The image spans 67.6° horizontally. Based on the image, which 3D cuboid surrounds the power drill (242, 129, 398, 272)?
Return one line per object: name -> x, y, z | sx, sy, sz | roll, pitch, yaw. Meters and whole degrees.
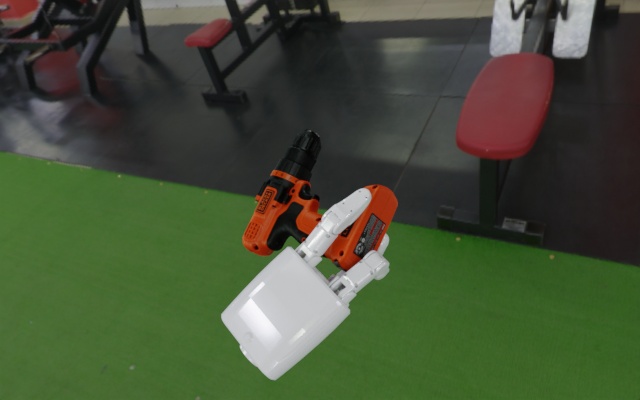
power drill -> 0.000, 0.002, 0.600 | 0.187, 0.184, 0.057 | 16, -12, 43
